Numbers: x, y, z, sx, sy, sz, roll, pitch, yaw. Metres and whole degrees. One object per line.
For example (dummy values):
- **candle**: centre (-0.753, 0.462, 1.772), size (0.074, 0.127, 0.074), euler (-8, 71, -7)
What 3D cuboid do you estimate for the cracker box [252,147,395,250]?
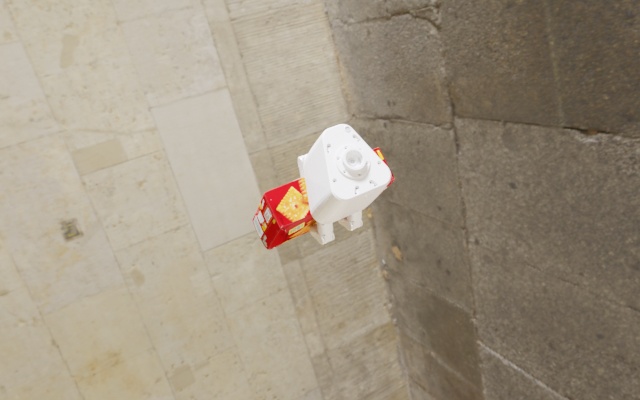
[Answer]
- **cracker box**: centre (0.000, 0.003, 0.821), size (0.213, 0.072, 0.164), euler (-22, -11, -20)
